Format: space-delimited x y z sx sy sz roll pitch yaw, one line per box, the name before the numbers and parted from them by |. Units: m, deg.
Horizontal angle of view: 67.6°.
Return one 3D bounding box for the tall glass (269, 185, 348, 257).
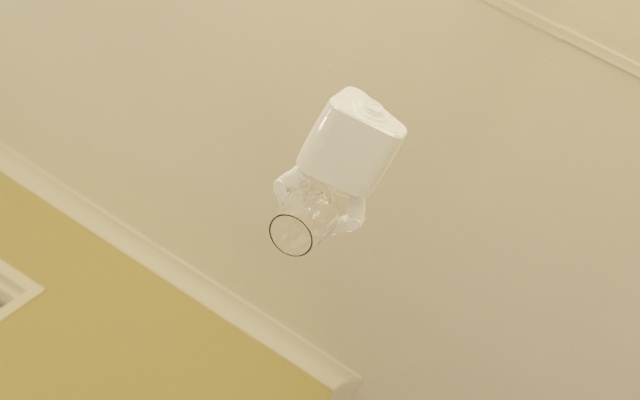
tall glass | 0.000 0.002 0.685 0.079 0.079 0.201 0 26 26
